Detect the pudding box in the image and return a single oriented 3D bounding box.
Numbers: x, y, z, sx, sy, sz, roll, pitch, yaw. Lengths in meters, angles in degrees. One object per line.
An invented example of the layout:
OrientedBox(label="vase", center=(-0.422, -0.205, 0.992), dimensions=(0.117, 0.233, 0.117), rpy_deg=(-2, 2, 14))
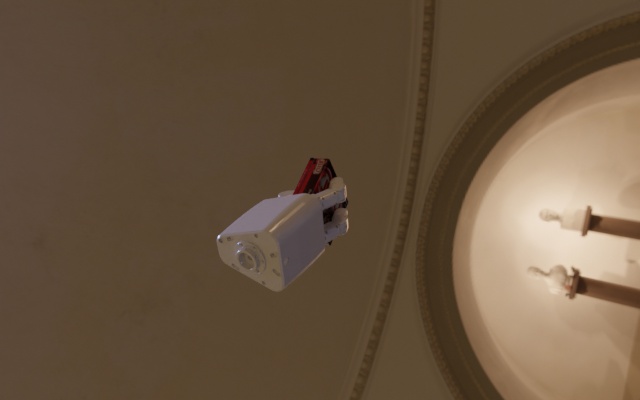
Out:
OrientedBox(label="pudding box", center=(0.000, 0.002, 0.744), dimensions=(0.039, 0.090, 0.114), rpy_deg=(9, -33, 26))
